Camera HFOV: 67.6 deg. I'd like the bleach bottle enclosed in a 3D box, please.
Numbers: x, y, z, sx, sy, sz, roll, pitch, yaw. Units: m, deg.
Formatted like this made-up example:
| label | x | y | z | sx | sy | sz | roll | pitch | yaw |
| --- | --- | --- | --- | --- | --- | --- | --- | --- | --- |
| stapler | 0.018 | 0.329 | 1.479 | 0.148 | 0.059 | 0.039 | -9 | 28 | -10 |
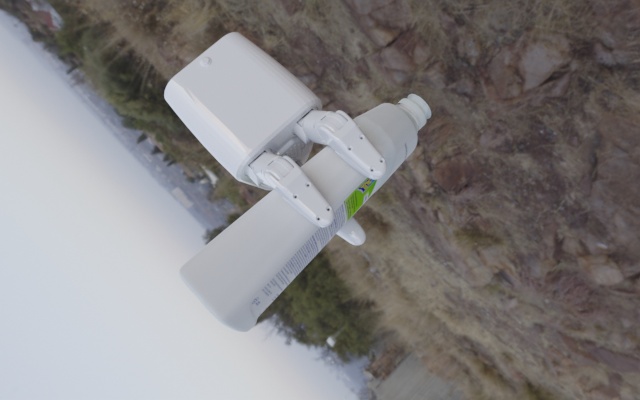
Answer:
| label | x | y | z | sx | sy | sz | roll | pitch | yaw |
| --- | --- | --- | --- | --- | --- | --- | --- | --- | --- |
| bleach bottle | 0.000 | 0.001 | 0.416 | 0.251 | 0.068 | 0.103 | -43 | -14 | -11 |
